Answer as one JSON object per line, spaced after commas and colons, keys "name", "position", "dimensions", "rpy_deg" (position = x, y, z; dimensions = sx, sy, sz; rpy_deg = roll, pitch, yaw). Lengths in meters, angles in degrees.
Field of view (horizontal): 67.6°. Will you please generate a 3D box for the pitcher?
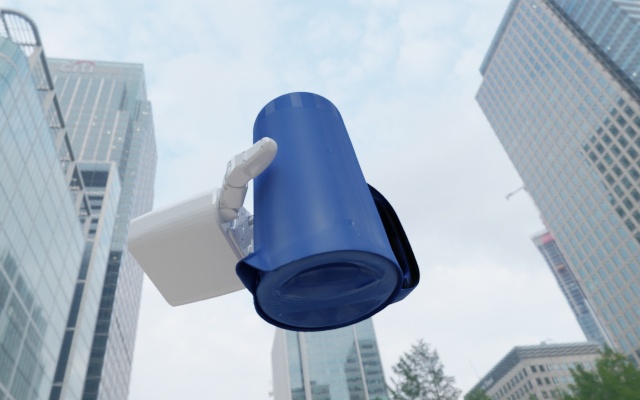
{"name": "pitcher", "position": [0.000, 0.002, 0.496], "dimensions": [0.145, 0.242, 0.149], "rpy_deg": [-20, -42, 10]}
